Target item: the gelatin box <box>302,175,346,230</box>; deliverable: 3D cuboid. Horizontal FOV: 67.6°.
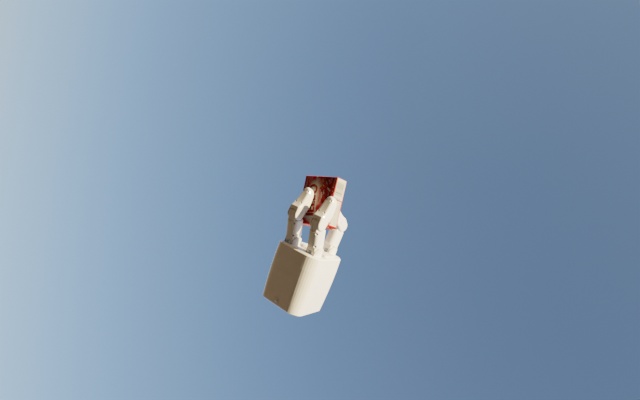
[{"bbox_3d":[0.000,0.003,0.832,0.073,0.089,0.030,6,-11,40],"label":"gelatin box"}]
